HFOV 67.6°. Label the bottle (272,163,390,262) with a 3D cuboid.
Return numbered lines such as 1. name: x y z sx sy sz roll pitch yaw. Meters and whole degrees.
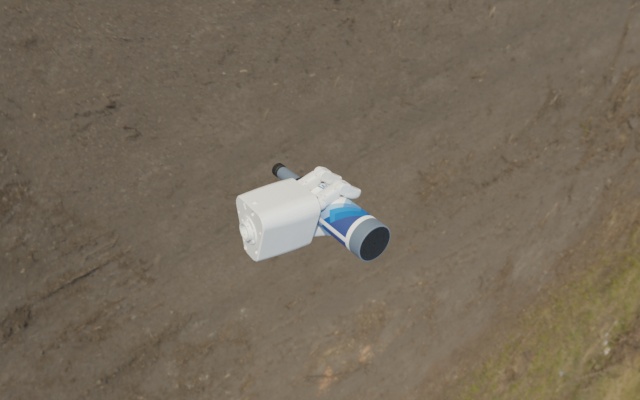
1. bottle: 0.000 0.003 0.849 0.069 0.069 0.295 0 26 -40
